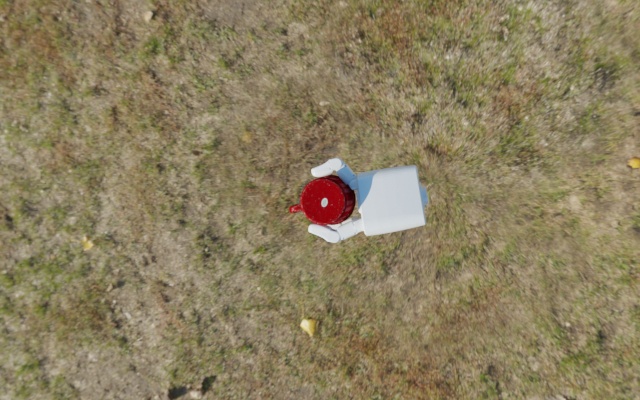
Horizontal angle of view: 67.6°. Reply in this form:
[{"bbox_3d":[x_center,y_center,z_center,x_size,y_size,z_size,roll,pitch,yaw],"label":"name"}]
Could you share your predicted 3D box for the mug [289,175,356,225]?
[{"bbox_3d":[-0.001,0.003,0.845,0.117,0.093,0.081,-11,0,11],"label":"mug"}]
